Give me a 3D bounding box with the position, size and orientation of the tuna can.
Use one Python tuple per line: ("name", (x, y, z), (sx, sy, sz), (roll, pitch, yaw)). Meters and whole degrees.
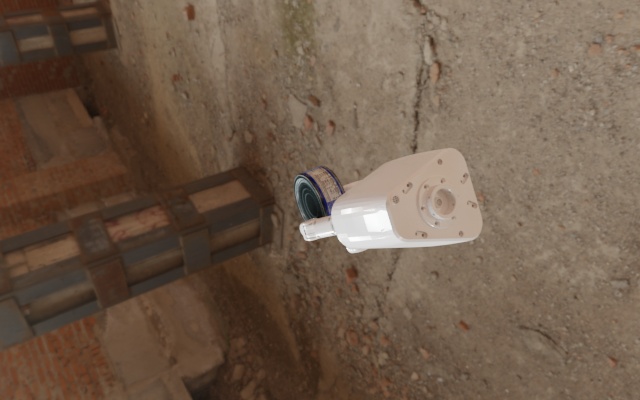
("tuna can", (0.000, 0.002, 0.598), (0.034, 0.086, 0.086), (-21, 8, -23))
